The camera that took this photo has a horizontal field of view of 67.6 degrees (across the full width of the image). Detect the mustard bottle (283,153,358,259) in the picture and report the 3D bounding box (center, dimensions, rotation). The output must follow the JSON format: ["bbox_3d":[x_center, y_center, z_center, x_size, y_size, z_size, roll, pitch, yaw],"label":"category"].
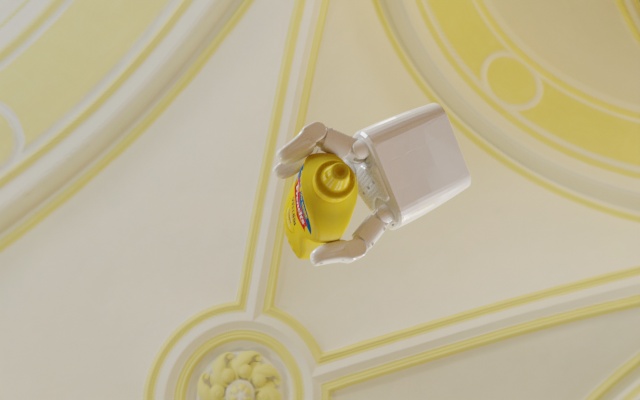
[{"bbox_3d":[0.000,0.002,0.524,0.058,0.096,0.192,-1,-17,-13],"label":"mustard bottle"}]
